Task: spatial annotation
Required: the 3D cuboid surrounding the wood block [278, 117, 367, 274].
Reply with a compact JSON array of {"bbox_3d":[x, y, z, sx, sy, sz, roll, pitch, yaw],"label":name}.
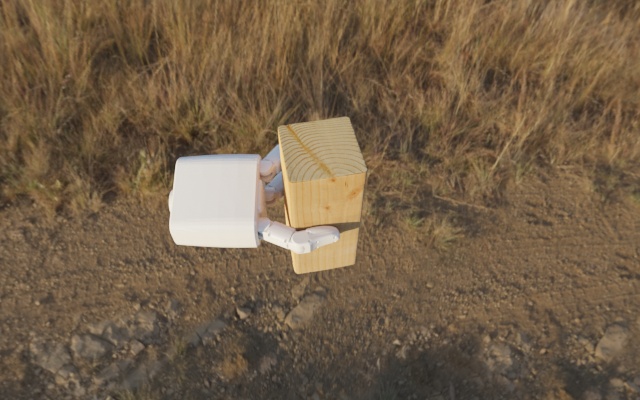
[{"bbox_3d":[0.000,0.002,0.624,0.090,0.090,0.206,-9,-36,-7],"label":"wood block"}]
